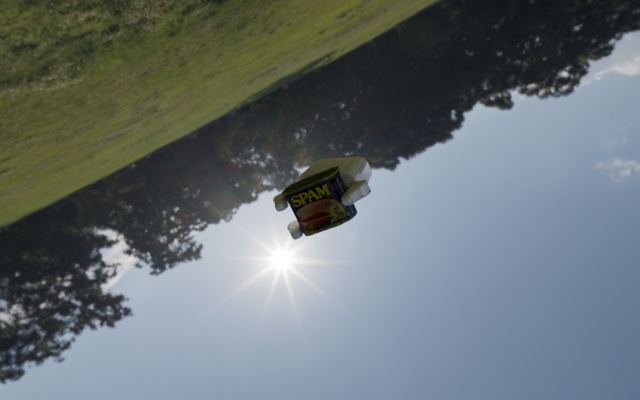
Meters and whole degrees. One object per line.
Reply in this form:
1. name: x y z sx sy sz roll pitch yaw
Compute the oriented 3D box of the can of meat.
1. can of meat: 0.000 0.003 0.788 0.102 0.084 0.057 -20 14 22
